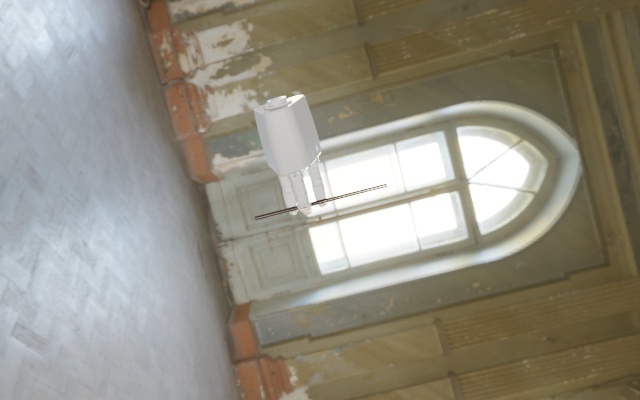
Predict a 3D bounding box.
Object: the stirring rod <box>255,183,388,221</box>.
[{"bbox_3d":[0.000,0.003,0.843,0.239,0.011,0.011,-14,-1,3],"label":"stirring rod"}]
